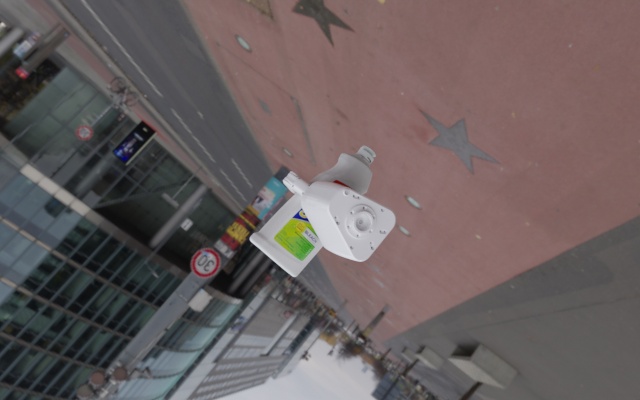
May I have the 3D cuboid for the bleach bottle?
[{"bbox_3d":[0.000,0.003,0.809,0.102,0.251,0.068,43,-10,-18],"label":"bleach bottle"}]
